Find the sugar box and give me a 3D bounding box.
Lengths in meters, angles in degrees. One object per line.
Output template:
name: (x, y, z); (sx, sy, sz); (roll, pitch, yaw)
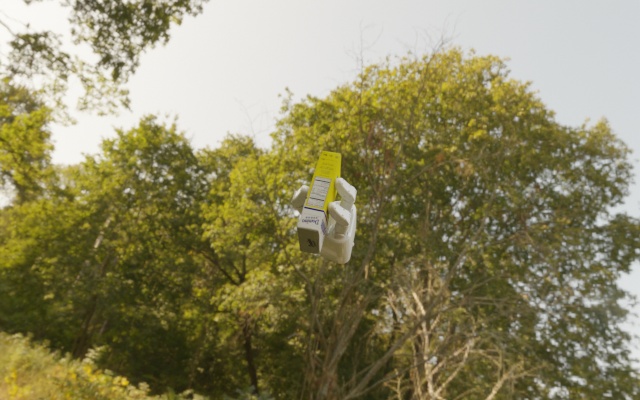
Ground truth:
sugar box: (0.001, 0.003, 0.897); (0.048, 0.176, 0.093); (9, -32, 7)
